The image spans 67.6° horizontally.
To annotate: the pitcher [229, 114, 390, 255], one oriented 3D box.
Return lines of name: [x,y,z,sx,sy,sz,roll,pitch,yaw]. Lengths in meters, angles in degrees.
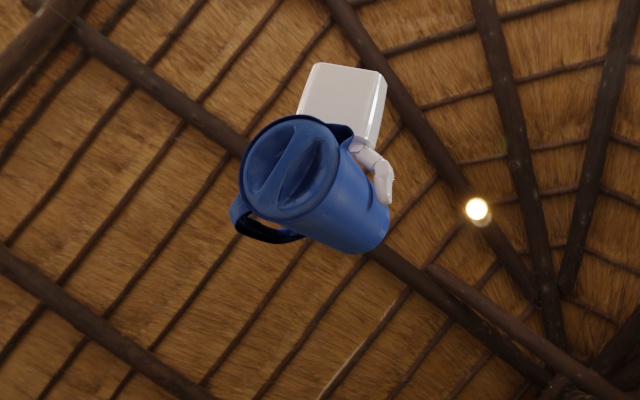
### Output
pitcher: [0.000,0.002,0.645,0.149,0.145,0.243,7,-15,28]
